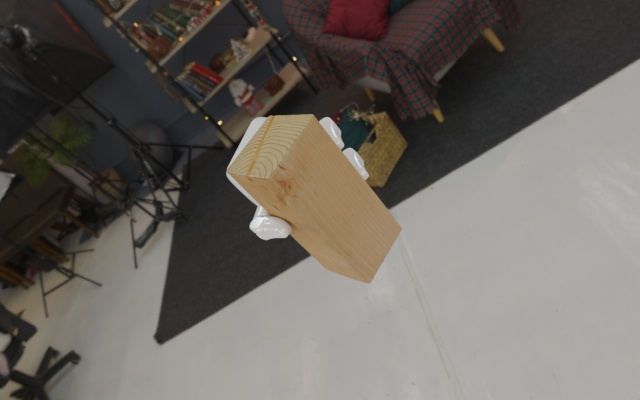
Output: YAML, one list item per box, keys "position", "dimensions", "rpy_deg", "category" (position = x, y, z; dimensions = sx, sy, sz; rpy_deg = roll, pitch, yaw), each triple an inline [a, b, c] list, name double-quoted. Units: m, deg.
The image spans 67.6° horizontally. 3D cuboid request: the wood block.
- position: [0.000, 0.002, 0.578]
  dimensions: [0.090, 0.090, 0.206]
  rpy_deg: [11, -29, 49]
  category: "wood block"
